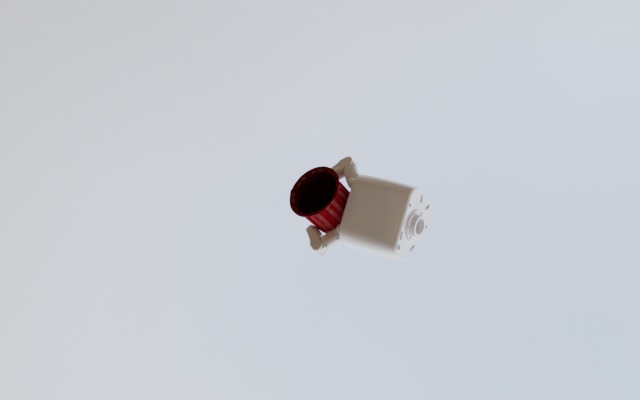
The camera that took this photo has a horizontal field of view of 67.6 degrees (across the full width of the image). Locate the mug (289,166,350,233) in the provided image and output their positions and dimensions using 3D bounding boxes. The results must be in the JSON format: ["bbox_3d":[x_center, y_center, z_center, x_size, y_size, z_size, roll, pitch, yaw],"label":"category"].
[{"bbox_3d":[-0.001,0.003,0.794,0.117,0.093,0.081,9,-23,39],"label":"mug"}]
